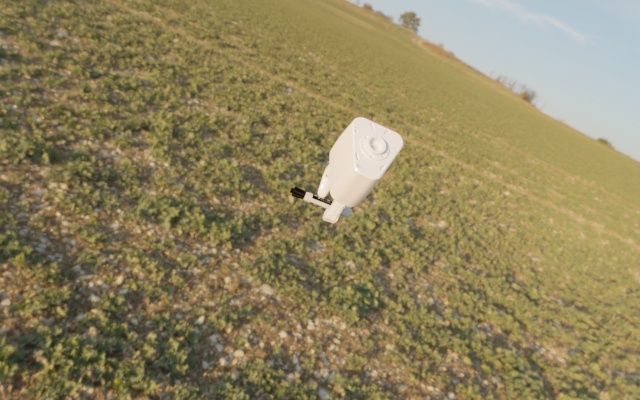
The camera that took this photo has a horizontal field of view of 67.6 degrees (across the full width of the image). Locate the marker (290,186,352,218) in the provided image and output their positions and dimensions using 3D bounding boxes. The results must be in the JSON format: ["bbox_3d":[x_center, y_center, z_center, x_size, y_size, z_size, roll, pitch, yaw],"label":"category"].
[{"bbox_3d":[0.000,0.003,0.890,0.121,0.020,0.020,22,-4,-9],"label":"marker"}]
